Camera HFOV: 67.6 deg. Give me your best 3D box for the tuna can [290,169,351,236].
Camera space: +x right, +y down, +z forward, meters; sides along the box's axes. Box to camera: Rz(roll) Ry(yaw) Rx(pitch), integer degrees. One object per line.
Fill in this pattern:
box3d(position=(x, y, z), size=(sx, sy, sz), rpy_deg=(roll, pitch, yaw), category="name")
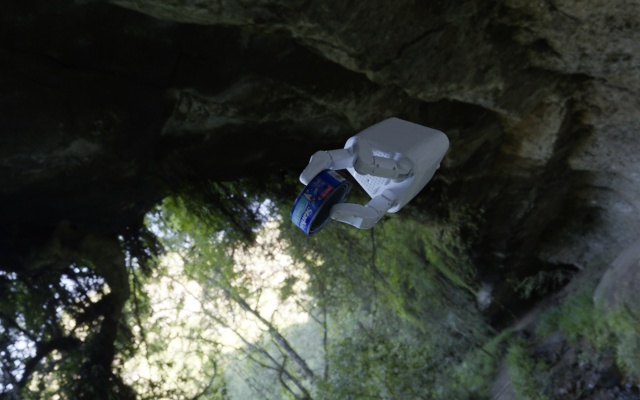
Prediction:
box3d(position=(0.000, 0.002, 0.609), size=(0.033, 0.086, 0.086), rpy_deg=(38, 11, 14), category="tuna can")
